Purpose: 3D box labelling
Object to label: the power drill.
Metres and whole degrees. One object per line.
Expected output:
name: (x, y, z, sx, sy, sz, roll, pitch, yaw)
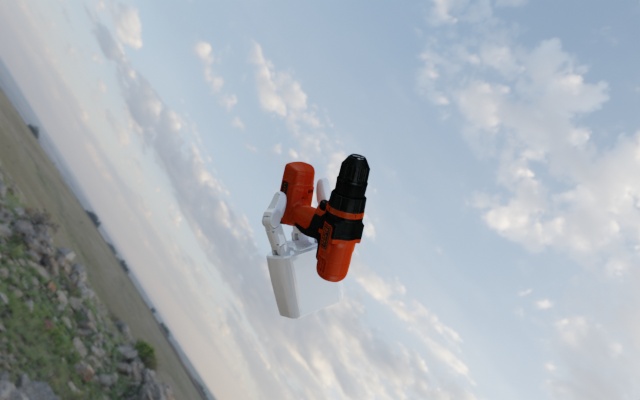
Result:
power drill: (0.000, 0.002, 0.711, 0.057, 0.184, 0.187, 4, 18, -29)
